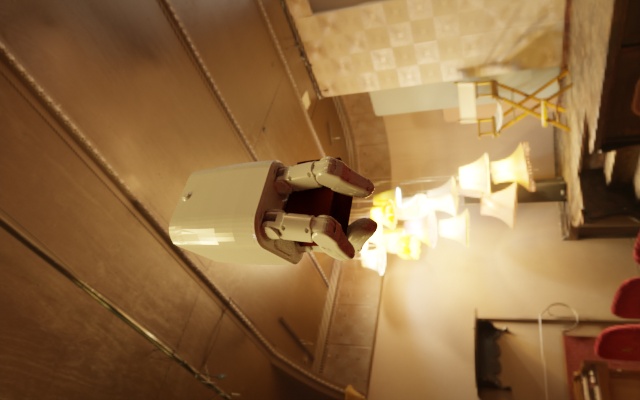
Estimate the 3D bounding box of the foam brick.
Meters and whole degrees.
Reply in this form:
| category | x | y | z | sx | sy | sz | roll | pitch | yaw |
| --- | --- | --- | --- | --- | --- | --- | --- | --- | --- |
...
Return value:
| category | x | y | z | sx | sy | sz | roll | pitch | yaw |
| --- | --- | --- | --- | --- | --- | --- | --- | --- | --- |
| foam brick | 0.000 | 0.001 | 0.499 | 0.051 | 0.078 | 0.053 | -4 | -38 | 23 |
